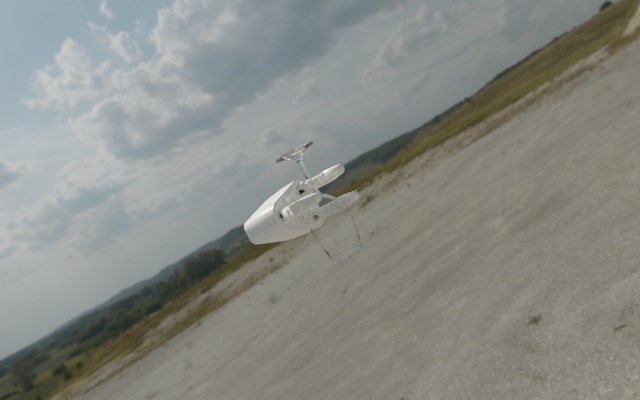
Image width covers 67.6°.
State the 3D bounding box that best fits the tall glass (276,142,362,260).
[{"bbox_3d":[0.000,0.002,0.837,0.079,0.201,0.079,-28,0,0],"label":"tall glass"}]
